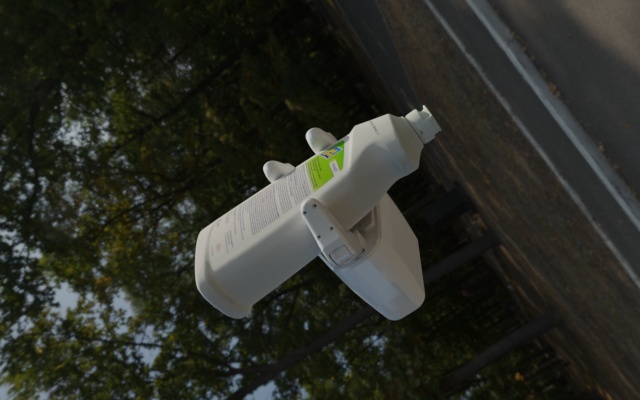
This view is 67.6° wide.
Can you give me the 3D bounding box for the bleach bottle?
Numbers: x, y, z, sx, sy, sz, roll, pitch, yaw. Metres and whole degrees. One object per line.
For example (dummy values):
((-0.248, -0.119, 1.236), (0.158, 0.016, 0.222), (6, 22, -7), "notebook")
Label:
((0.000, 0.001, 0.441), (0.251, 0.068, 0.102), (-35, 35, 11), "bleach bottle")
